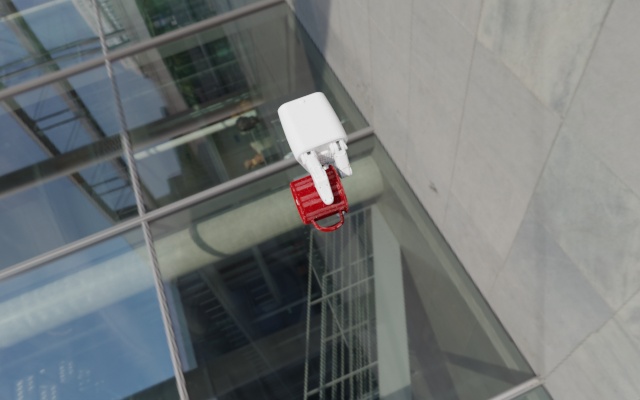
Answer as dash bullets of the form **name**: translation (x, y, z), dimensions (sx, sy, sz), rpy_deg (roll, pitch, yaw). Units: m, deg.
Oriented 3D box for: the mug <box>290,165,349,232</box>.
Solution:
- **mug**: translation (0.000, 0.004, 0.848), dimensions (0.081, 0.117, 0.093), rpy_deg (-20, -21, -7)
